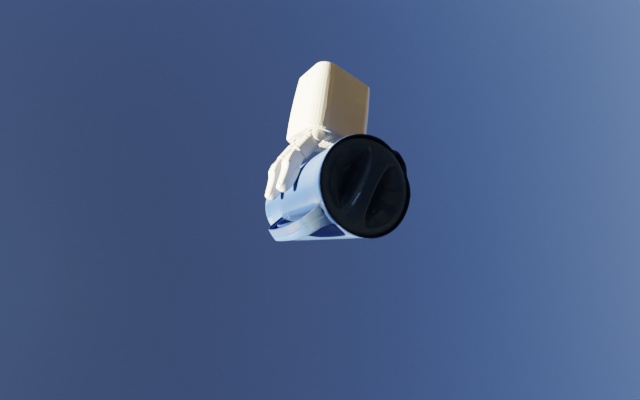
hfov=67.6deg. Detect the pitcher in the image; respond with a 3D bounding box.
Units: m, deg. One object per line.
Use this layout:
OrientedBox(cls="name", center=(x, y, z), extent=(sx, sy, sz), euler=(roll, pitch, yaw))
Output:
OrientedBox(cls="pitcher", center=(0.000, 0.002, 0.691), extent=(0.149, 0.145, 0.243), euler=(14, -14, -24))
